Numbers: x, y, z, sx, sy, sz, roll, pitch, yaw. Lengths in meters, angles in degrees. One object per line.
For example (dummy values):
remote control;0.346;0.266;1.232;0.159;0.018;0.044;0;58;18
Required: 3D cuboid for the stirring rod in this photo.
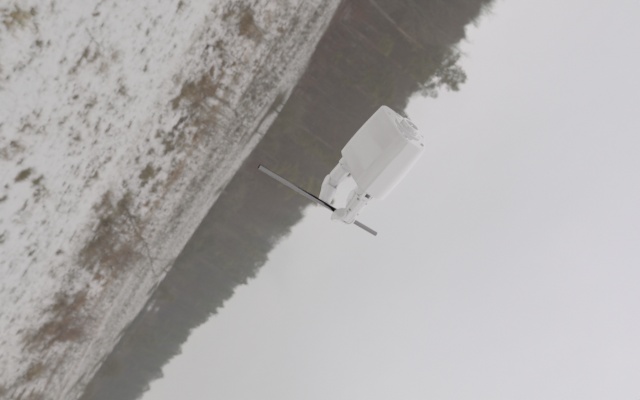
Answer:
stirring rod;0.000;0.003;0.799;0.239;0.011;0.011;30;-12;-21
